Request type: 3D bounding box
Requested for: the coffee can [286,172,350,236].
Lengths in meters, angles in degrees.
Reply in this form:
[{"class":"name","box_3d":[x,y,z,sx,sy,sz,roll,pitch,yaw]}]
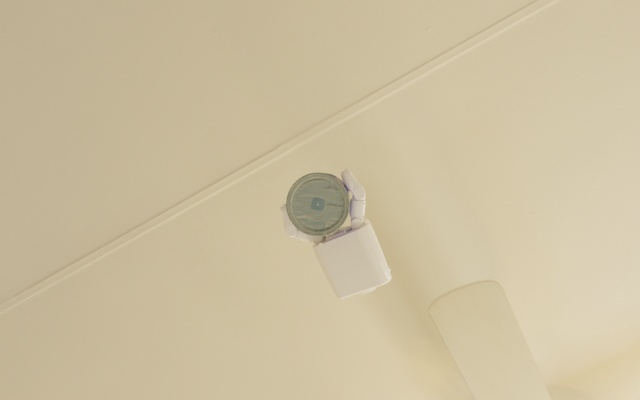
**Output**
[{"class":"coffee can","box_3d":[0.000,0.003,0.829,0.103,0.103,0.140,0,3,4]}]
